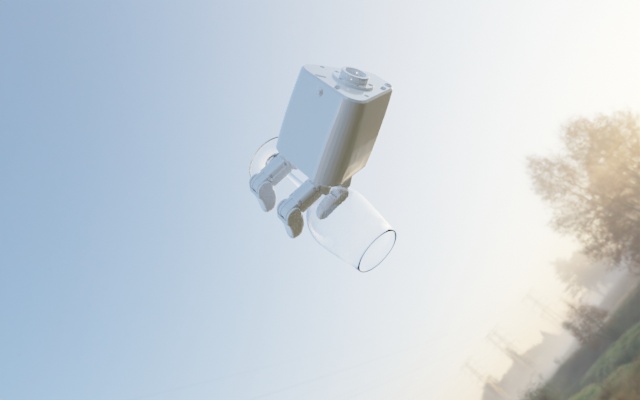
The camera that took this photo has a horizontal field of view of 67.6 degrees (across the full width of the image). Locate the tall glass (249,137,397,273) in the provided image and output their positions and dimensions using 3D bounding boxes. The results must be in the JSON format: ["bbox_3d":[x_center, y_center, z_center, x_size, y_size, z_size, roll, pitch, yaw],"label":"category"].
[{"bbox_3d":[0.000,0.002,0.590,0.201,0.079,0.079,41,23,30],"label":"tall glass"}]
